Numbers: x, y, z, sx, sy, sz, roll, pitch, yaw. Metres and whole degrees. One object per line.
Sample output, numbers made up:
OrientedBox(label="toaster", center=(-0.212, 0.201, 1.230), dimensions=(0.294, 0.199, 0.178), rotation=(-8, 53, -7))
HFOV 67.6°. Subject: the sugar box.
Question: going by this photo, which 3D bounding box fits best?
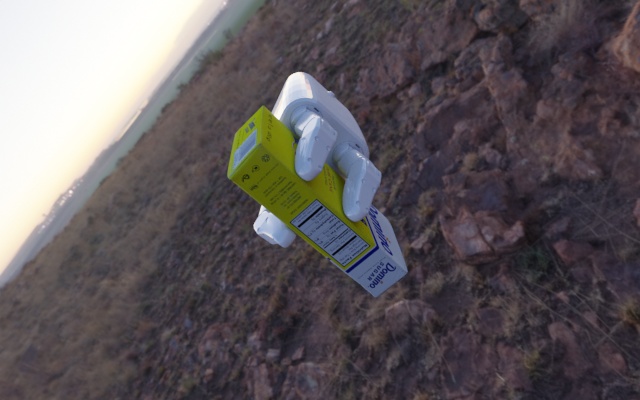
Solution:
OrientedBox(label="sugar box", center=(0.000, 0.001, 0.424), dimensions=(0.176, 0.048, 0.093), rotation=(38, 20, -23))
